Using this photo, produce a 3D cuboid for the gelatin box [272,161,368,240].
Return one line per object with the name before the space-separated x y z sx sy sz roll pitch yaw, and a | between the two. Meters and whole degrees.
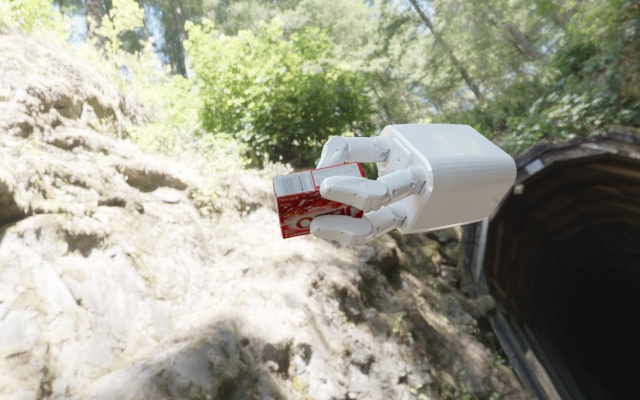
gelatin box | 0.000 0.001 0.478 0.089 0.030 0.073 -10 -36 -6
